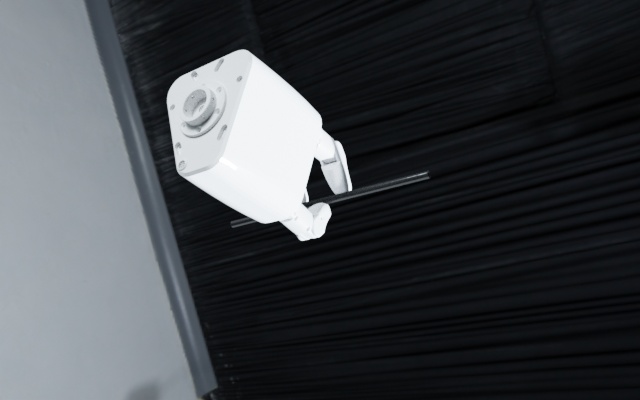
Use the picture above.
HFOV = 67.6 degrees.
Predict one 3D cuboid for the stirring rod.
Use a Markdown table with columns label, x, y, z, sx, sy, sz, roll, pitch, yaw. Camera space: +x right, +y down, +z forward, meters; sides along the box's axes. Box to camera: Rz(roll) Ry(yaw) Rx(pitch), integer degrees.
| label | x | y | z | sx | sy | sz | roll | pitch | yaw |
| --- | --- | --- | --- | --- | --- | --- | --- | --- | --- |
| stirring rod | 0.000 | 0.002 | 0.513 | 0.239 | 0.011 | 0.011 | -14 | -7 | 27 |
